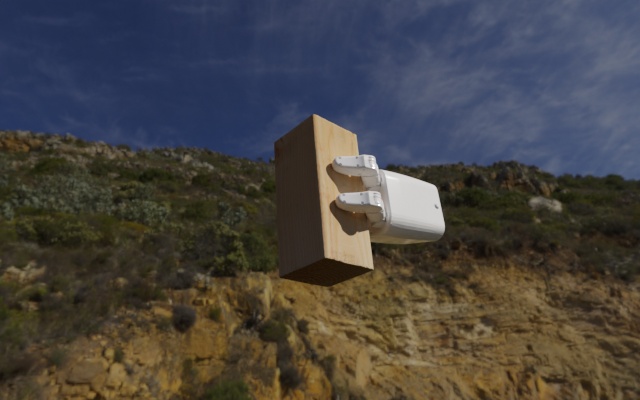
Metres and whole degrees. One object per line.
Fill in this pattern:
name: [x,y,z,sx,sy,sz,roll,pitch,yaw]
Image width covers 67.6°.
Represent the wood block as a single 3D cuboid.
wood block: [0.000,0.002,0.654,0.090,0.206,0.091,19,-35,-39]
